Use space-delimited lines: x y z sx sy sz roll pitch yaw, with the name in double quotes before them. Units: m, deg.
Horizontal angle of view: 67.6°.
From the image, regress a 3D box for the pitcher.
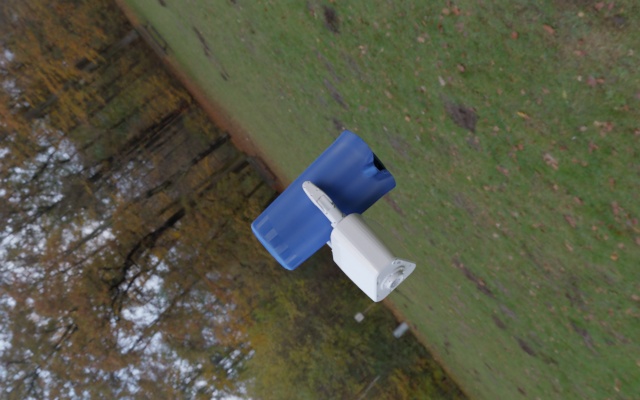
"pitcher" 0.000 0.003 0.840 0.145 0.243 0.149 45 -6 32
